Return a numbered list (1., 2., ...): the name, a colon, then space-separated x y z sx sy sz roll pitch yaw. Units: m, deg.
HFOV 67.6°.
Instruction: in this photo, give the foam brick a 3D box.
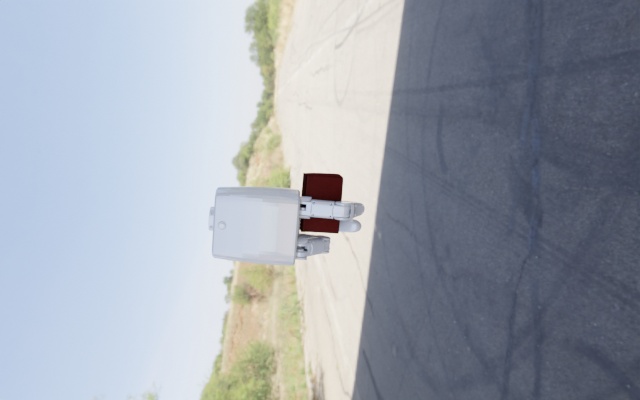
1. foam brick: 0.000 0.002 0.646 0.051 0.078 0.053 4 6 -5
